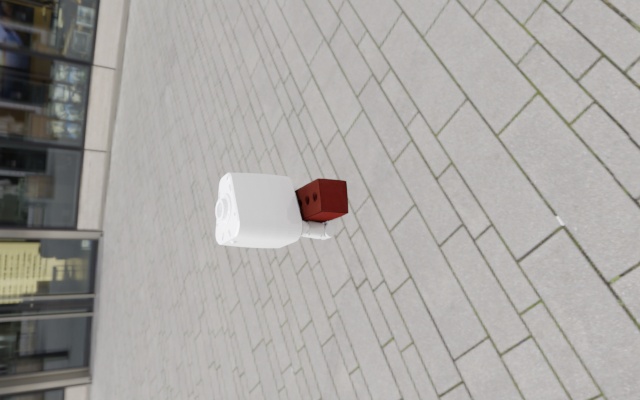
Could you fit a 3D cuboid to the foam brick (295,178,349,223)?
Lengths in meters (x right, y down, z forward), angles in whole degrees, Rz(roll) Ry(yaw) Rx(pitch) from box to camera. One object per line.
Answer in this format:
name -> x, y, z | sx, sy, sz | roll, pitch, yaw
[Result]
foam brick -> 0.000, 0.002, 0.740 | 0.051, 0.053, 0.078 | 5, -18, -32
